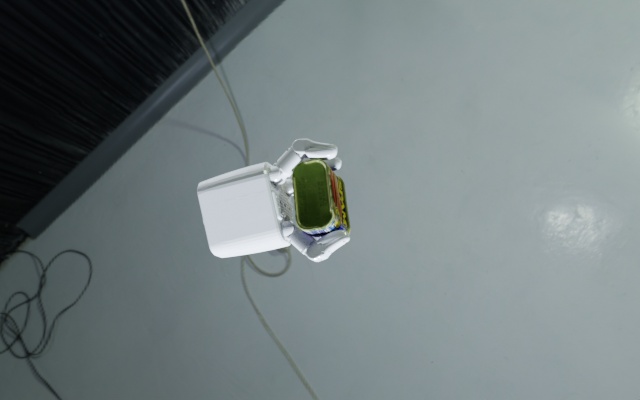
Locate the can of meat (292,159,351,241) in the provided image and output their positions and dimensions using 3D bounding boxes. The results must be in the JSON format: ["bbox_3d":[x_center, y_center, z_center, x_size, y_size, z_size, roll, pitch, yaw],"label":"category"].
[{"bbox_3d":[0.000,0.002,0.653,0.057,0.102,0.084,-11,-18,14],"label":"can of meat"}]
